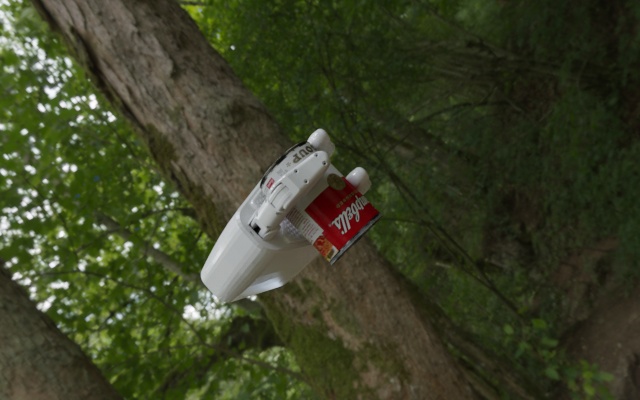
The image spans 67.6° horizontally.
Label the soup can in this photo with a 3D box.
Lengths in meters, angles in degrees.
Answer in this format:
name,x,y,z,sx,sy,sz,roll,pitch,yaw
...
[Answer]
name,x,y,z,sx,sy,sz,roll,pitch,yaw
soup can,0.000,0.001,0.456,0.068,0.102,0.068,-43,-8,-8
